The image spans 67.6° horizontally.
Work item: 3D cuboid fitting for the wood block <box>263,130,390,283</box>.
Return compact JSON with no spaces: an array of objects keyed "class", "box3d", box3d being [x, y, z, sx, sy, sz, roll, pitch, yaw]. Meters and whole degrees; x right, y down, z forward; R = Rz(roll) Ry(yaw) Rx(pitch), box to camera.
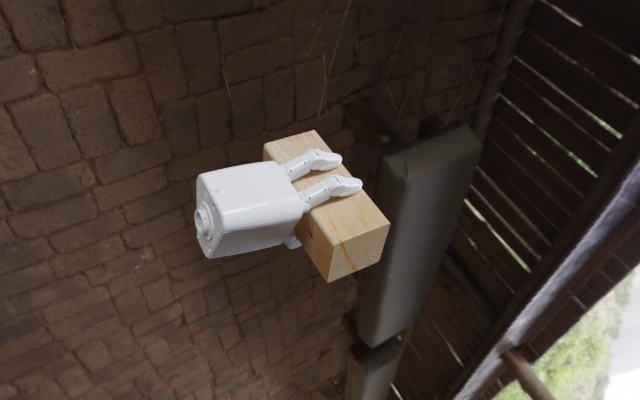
[{"class":"wood block","box3d":[0.000,0.003,0.694,0.090,0.206,0.091,-19,-37,-23]}]
